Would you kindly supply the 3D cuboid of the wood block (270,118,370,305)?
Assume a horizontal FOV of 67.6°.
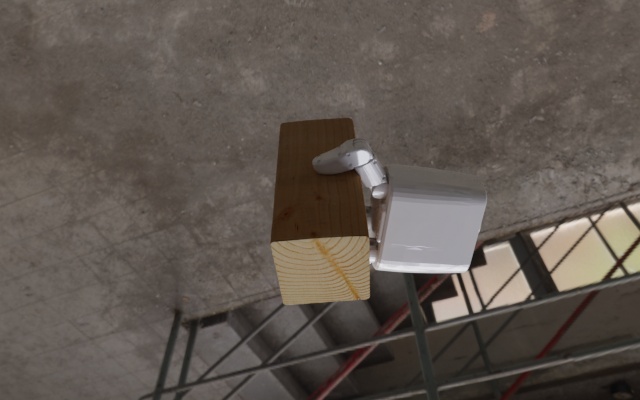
[{"bbox_3d":[0.000,0.002,0.526,0.090,0.091,0.206,-4,39,2],"label":"wood block"}]
